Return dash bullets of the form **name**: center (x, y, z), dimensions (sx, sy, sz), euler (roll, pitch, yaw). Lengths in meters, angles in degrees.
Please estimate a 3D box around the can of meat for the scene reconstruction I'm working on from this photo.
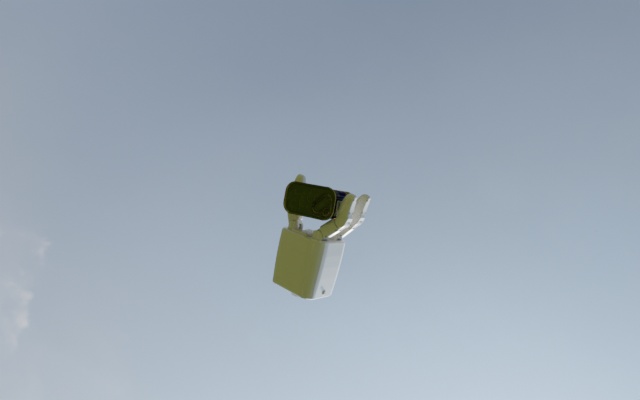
- **can of meat**: center (0.000, 0.003, 0.848), dimensions (0.102, 0.057, 0.084), euler (11, 2, 30)
